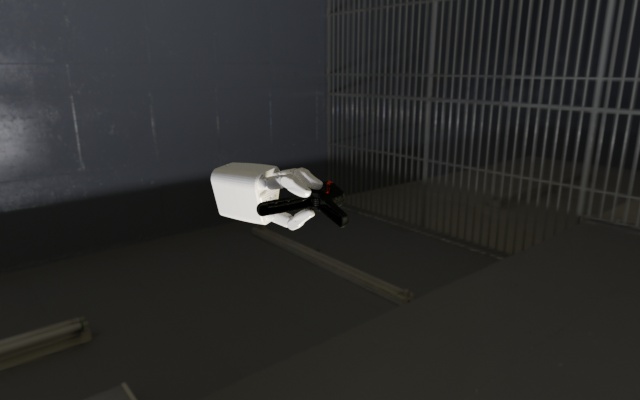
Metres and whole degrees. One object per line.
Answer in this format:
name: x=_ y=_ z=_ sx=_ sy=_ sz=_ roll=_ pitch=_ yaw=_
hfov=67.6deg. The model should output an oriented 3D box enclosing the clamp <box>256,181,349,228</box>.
clamp: x=0.000 y=0.004 z=0.896 sx=0.164 sy=0.036 sz=0.210 roll=10 pitch=19 yaw=21
